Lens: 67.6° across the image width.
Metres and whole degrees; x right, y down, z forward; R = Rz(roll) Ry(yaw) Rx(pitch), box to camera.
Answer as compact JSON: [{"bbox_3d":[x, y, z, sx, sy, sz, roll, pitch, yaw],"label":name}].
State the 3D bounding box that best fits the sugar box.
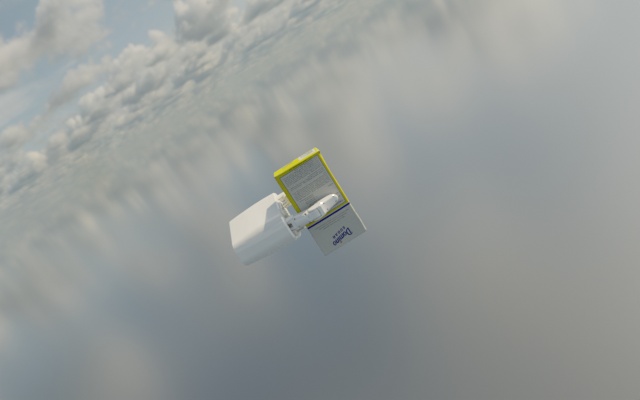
[{"bbox_3d":[0.000,0.003,0.870,0.093,0.176,0.048,-31,17,2],"label":"sugar box"}]
